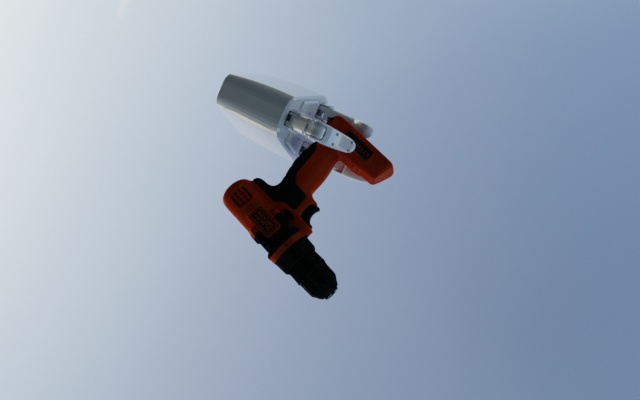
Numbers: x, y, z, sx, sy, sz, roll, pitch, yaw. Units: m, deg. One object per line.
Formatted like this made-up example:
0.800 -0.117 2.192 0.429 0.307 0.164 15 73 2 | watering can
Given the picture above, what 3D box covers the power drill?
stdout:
0.000 0.001 0.591 0.187 0.184 0.057 -43 -9 -9 | power drill
